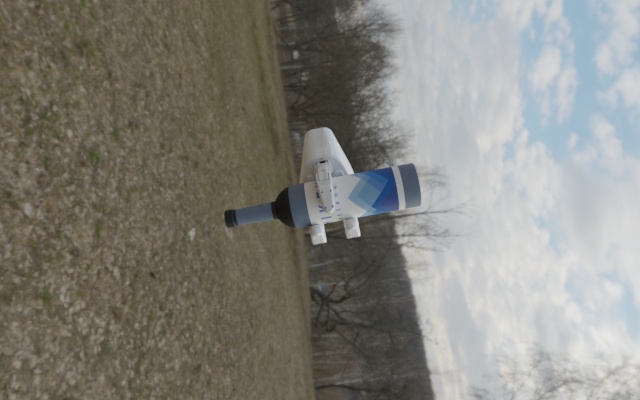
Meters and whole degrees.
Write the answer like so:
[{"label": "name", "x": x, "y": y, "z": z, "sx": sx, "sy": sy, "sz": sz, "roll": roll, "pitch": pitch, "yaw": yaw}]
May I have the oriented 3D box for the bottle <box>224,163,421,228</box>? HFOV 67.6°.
[{"label": "bottle", "x": 0.000, "y": 0.002, "z": 0.728, "sx": 0.296, "sy": 0.069, "sz": 0.069, "roll": -10, "pitch": -1, "yaw": 3}]
